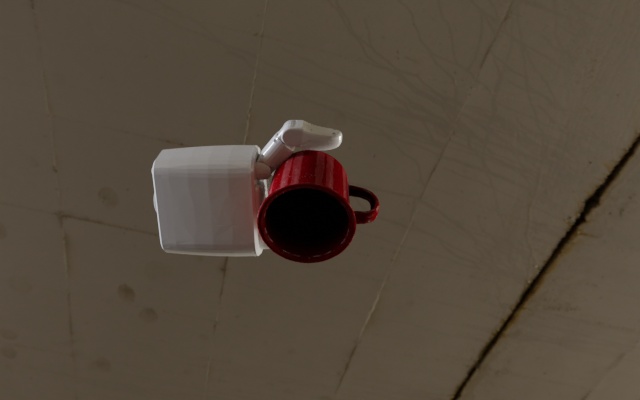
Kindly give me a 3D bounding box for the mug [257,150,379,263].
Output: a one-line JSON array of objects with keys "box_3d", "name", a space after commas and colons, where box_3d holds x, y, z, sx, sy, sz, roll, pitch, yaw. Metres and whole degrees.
[{"box_3d": [0.002, 0.001, 0.479, 0.117, 0.093, 0.081, 0, 33, 2], "name": "mug"}]
